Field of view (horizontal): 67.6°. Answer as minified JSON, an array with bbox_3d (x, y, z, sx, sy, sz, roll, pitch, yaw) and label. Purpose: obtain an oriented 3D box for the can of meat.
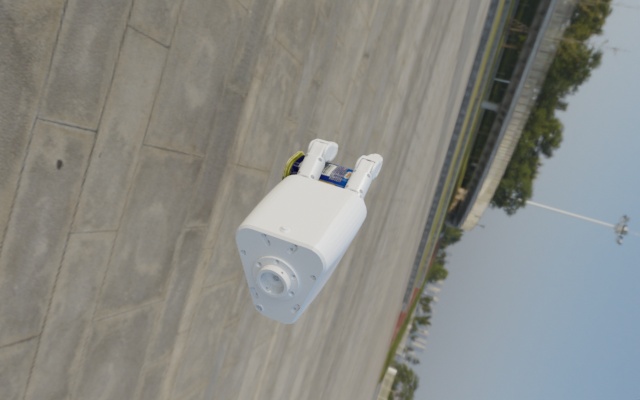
[{"bbox_3d":[0.000,0.002,0.575,0.084,0.102,0.057,18,30,16],"label":"can of meat"}]
